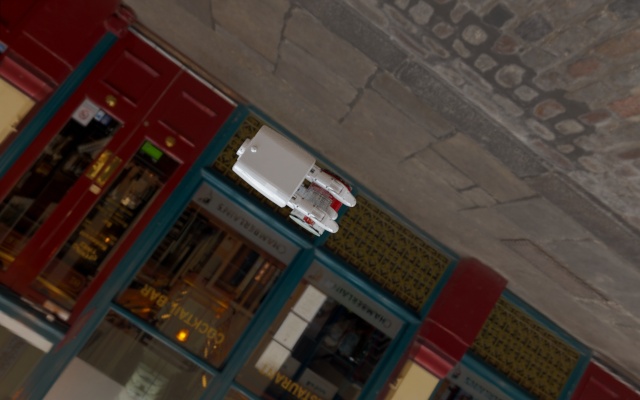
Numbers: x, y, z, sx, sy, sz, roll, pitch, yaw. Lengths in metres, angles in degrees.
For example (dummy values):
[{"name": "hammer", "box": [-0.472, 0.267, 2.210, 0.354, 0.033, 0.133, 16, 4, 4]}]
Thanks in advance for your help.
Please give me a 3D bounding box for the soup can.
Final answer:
[{"name": "soup can", "box": [0.000, 0.003, 0.843, 0.068, 0.102, 0.068, 33, -9, 6]}]
